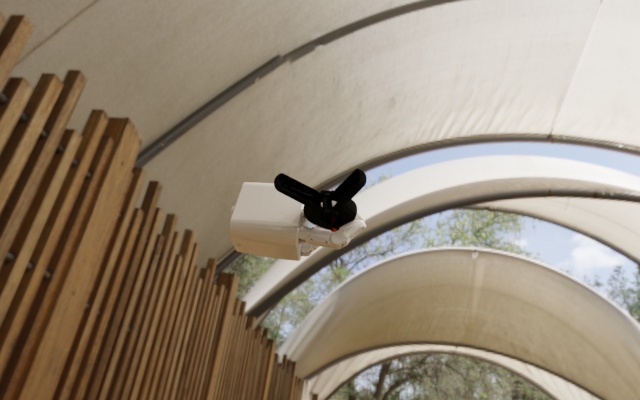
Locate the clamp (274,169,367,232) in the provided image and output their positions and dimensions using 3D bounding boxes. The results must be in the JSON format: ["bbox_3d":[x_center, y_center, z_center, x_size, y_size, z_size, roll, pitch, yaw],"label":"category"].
[{"bbox_3d":[0.000,0.002,0.679,0.120,0.039,0.172,6,-27,4],"label":"clamp"}]
